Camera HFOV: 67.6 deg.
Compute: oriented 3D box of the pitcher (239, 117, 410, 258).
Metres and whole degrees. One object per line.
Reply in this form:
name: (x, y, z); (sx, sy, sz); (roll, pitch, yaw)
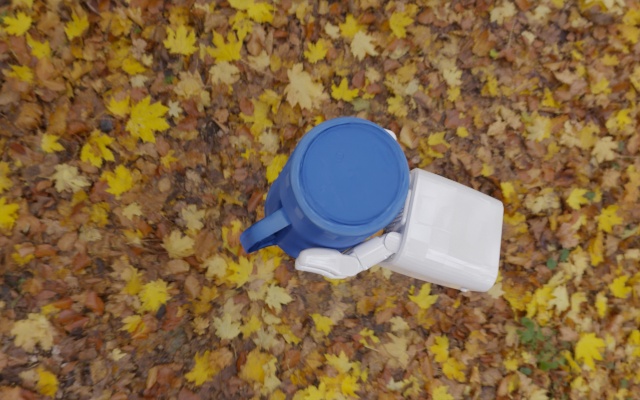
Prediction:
pitcher: (0.000, 0.002, 0.522); (0.145, 0.149, 0.243); (19, -12, -5)
